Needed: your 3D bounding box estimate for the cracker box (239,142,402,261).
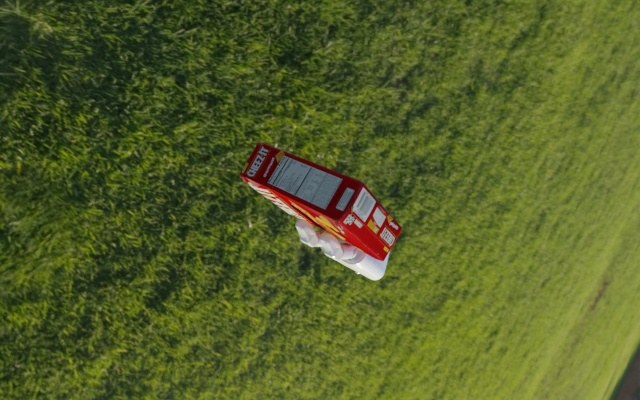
[{"bbox_3d":[0.000,0.002,0.745,0.213,0.072,0.164,24,-11,37],"label":"cracker box"}]
